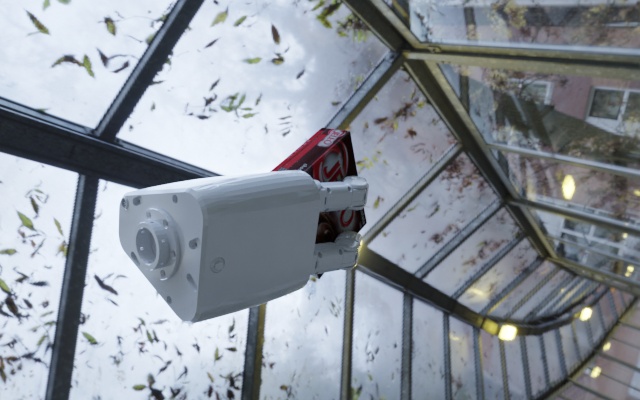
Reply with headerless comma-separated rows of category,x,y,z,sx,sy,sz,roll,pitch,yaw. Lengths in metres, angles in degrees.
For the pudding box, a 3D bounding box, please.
pudding box,0.000,0.001,0.449,0.039,0.114,0.090,17,45,33
